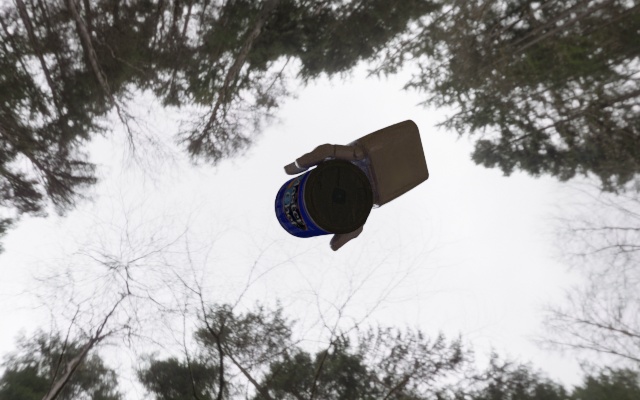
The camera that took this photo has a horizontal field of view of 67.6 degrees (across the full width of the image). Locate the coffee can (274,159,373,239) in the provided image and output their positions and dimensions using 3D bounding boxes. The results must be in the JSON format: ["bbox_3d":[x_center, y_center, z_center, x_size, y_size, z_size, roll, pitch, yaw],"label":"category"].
[{"bbox_3d":[0.000,0.002,0.707,0.103,0.103,0.140,0,-7,-23],"label":"coffee can"}]
